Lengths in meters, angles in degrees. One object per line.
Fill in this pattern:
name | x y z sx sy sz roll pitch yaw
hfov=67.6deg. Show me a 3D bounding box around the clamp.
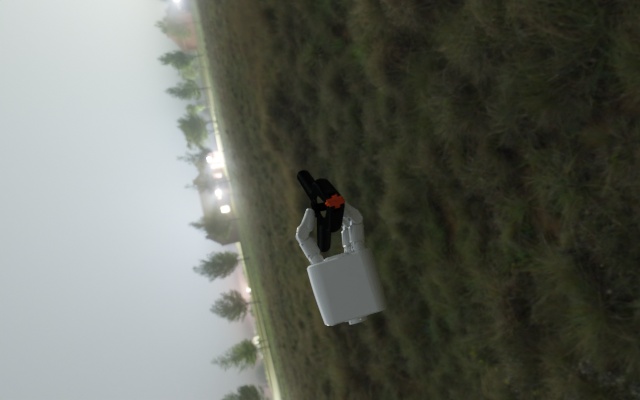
clamp | 0.000 0.003 0.849 0.036 0.164 0.210 -17 -9 -13
